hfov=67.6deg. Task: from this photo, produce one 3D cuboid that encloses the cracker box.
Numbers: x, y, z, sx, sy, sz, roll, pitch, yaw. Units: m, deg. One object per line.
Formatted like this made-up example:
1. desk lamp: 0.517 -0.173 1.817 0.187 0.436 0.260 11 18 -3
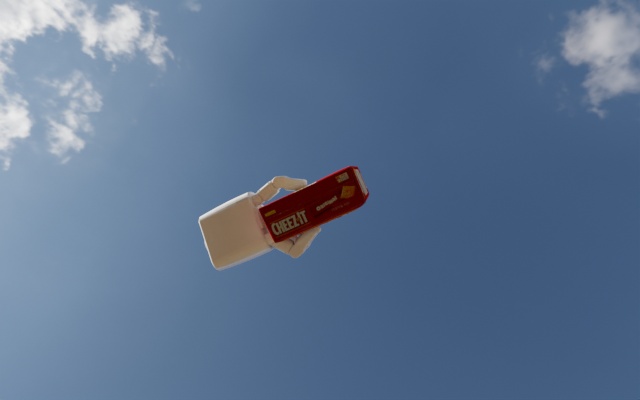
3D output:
1. cracker box: 0.000 0.003 0.847 0.164 0.072 0.213 -25 1 8
